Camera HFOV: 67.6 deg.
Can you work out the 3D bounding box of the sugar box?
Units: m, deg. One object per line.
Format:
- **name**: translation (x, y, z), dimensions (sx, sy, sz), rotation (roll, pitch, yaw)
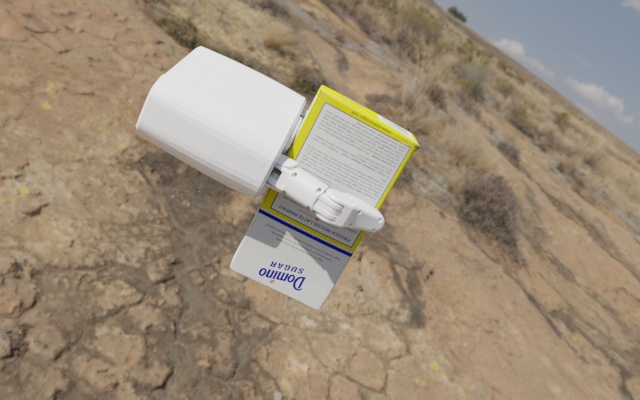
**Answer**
- **sugar box**: translation (0.000, 0.001, 0.418), dimensions (0.093, 0.176, 0.048), rotation (27, 19, -8)
